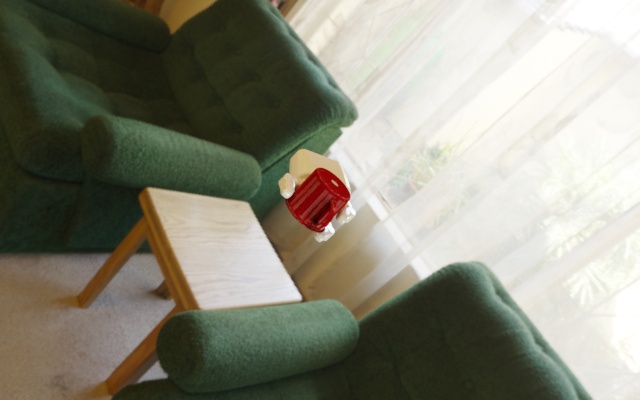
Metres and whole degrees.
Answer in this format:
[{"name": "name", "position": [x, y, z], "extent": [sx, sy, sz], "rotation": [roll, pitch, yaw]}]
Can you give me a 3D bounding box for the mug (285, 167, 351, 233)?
[{"name": "mug", "position": [0.000, 0.003, 0.831], "extent": [0.093, 0.081, 0.117], "rotation": [33, 23, -27]}]
